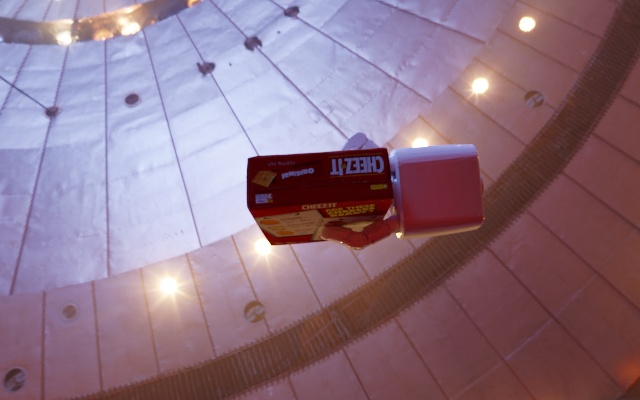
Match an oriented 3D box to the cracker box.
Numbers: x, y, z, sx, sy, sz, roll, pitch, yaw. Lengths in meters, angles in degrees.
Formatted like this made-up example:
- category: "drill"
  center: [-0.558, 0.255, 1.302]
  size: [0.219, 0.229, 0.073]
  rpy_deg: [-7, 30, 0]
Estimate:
- category: "cracker box"
  center: [0.000, 0.002, 0.631]
  size: [0.164, 0.072, 0.214]
  rpy_deg: [-5, -16, 0]
